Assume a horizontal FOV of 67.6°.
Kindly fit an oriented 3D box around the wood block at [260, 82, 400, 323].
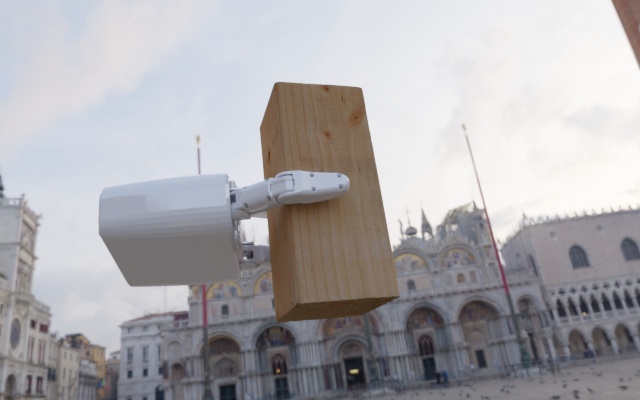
[{"bbox_3d":[0.000,0.001,0.453,0.090,0.206,0.091,0,-22,-18],"label":"wood block"}]
